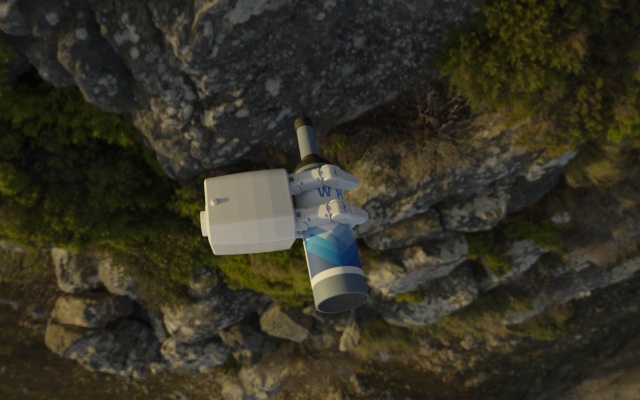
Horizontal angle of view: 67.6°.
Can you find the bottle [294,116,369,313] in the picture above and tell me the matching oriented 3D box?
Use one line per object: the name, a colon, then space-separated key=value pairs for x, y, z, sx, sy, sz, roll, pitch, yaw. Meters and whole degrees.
bottle: x=0.000 y=0.002 z=0.657 sx=0.069 sy=0.295 sz=0.069 roll=-9 pitch=-31 yaw=-6
